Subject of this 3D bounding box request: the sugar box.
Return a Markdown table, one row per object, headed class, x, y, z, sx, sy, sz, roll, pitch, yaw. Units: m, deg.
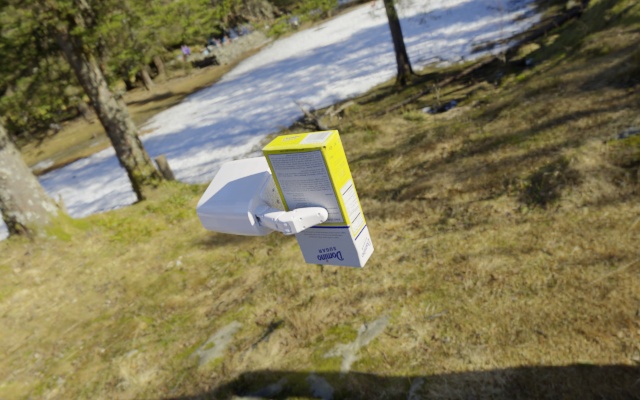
| class | x | y | z | sx | sy | sz | roll | pitch | yaw |
| --- | --- | --- | --- | --- | --- | --- | --- | --- | --- |
| sugar box | 0.000 | 0.002 | 0.610 | 0.093 | 0.176 | 0.048 | 0 | 34 | 33 |
